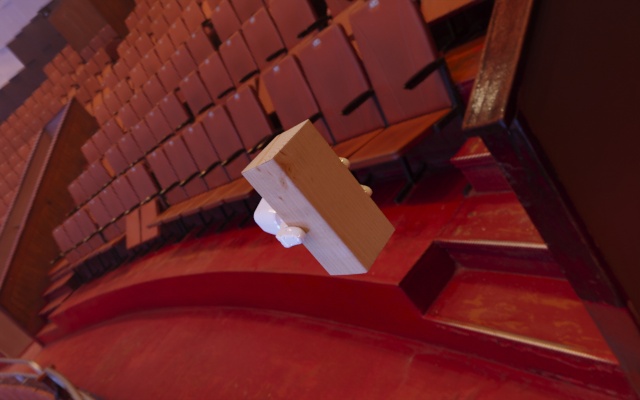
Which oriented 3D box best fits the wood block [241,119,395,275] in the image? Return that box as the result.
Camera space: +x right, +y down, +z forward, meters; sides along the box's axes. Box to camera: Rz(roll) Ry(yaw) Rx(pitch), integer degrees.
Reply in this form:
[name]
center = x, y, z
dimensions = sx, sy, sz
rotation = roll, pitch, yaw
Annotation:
[wood block]
center = 0.000, 0.002, 0.680
dimensions = 0.090, 0.206, 0.090
rotation = -15, 30, 53
